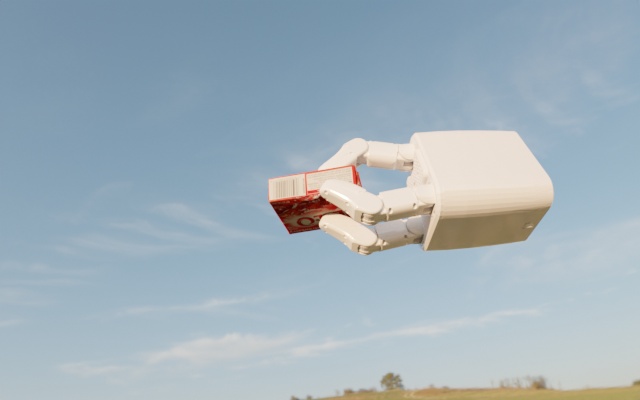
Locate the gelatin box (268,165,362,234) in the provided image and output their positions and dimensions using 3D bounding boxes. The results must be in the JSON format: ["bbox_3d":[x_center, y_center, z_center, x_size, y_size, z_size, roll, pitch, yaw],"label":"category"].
[{"bbox_3d":[0.000,0.001,0.481,0.089,0.030,0.073,-9,-31,10],"label":"gelatin box"}]
